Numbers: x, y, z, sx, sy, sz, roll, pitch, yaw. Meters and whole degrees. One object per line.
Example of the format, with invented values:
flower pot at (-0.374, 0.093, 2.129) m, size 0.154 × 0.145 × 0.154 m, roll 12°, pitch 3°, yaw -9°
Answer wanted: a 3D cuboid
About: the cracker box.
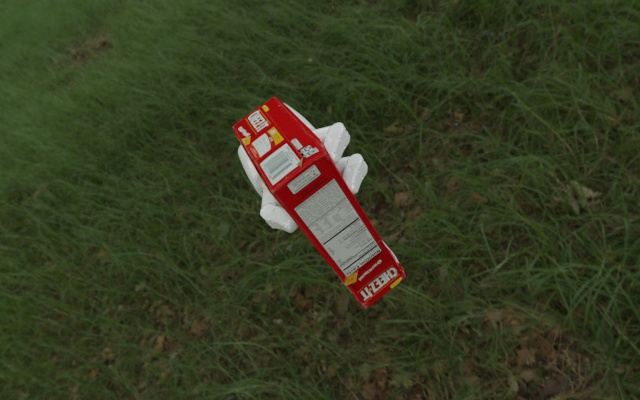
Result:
cracker box at (0.000, 0.002, 0.557) m, size 0.072 × 0.214 × 0.164 m, roll -37°, pitch 38°, yaw -1°
